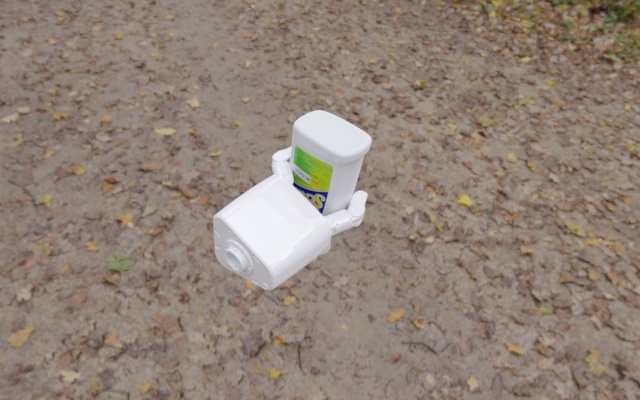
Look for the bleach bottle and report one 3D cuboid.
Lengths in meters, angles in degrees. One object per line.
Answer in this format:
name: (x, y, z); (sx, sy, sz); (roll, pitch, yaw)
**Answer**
bleach bottle: (0.000, 0.002, 0.684); (0.102, 0.251, 0.068); (34, 48, 25)
